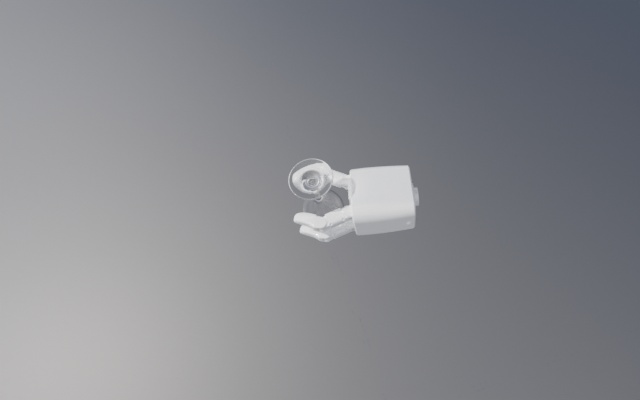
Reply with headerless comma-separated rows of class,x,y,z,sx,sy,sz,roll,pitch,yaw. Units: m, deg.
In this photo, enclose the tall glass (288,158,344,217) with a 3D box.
tall glass,0.000,0.003,0.862,0.079,0.079,0.201,0,-22,10
